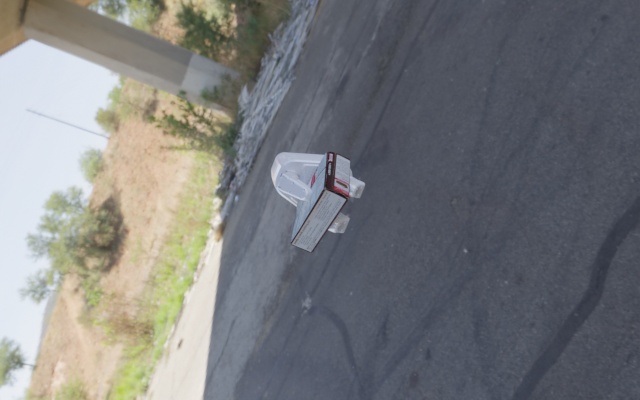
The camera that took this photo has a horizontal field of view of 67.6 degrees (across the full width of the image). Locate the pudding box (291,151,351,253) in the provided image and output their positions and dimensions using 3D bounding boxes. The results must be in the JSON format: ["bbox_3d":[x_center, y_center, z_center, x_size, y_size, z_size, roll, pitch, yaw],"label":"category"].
[{"bbox_3d":[0.000,0.002,0.651,0.039,0.113,0.090,21,38,-13],"label":"pudding box"}]
